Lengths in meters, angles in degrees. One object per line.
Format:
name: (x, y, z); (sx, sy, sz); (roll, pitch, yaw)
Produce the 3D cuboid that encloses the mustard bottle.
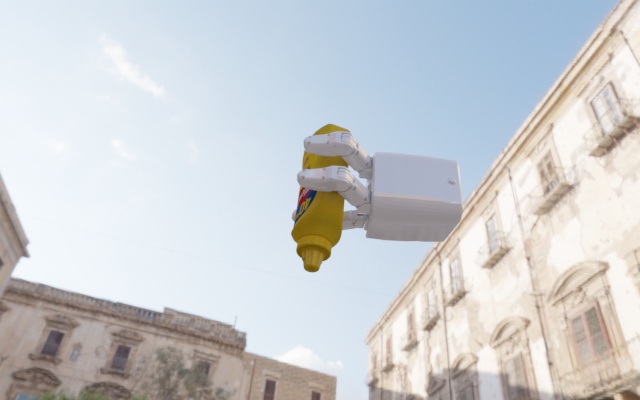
mustard bottle: (0.000, 0.002, 0.591); (0.058, 0.191, 0.096); (19, -39, -15)
